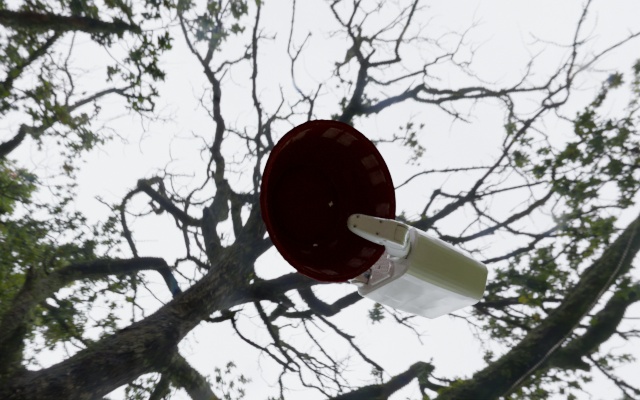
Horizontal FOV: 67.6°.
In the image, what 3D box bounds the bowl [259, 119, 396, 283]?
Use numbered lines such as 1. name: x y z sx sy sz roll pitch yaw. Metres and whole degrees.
1. bowl: -0.001 0.001 0.490 0.162 0.162 0.055 0 -6 -33
